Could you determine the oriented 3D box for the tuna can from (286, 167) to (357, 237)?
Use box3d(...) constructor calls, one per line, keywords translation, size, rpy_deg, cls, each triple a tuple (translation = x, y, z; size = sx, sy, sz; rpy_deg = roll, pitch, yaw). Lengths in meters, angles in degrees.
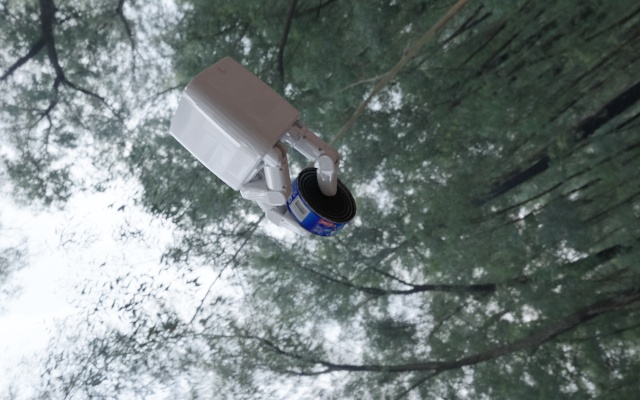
box3d(translation=(0.000, 0.002, 0.590), size=(0.086, 0.086, 0.034), rpy_deg=(0, -38, -43), cls="tuna can")
